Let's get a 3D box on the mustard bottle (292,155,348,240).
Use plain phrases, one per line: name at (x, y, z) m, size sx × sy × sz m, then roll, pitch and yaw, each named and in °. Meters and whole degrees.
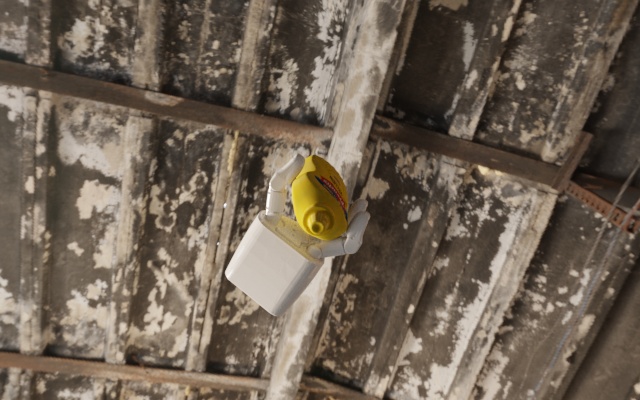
mustard bottle at (0.000, 0.002, 0.654) m, size 0.058 × 0.096 × 0.191 m, roll -31°, pitch 15°, yaw 12°
